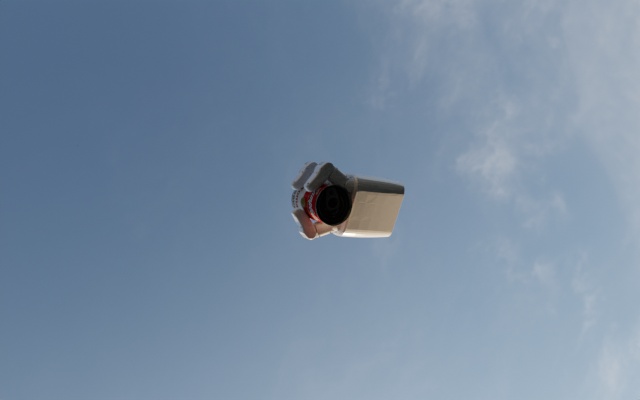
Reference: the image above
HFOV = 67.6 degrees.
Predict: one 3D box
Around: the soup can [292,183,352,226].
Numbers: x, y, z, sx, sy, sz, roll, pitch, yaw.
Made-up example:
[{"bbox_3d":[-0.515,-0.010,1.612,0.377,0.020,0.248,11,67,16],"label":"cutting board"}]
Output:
[{"bbox_3d":[0.000,0.003,0.817,0.068,0.068,0.102,0,6,-27],"label":"soup can"}]
